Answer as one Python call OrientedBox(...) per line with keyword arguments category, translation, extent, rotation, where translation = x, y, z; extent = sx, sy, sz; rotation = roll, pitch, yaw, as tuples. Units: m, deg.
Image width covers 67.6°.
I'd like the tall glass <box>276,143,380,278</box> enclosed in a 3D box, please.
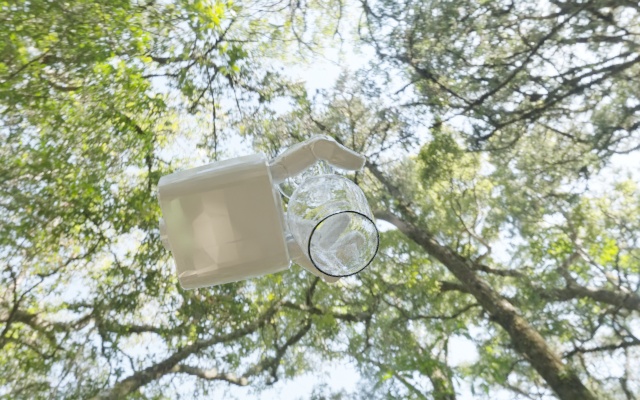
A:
OrientedBox(category="tall glass", translation=(0.000, 0.001, 0.484), extent=(0.079, 0.079, 0.201), rotation=(0, 21, -13))
